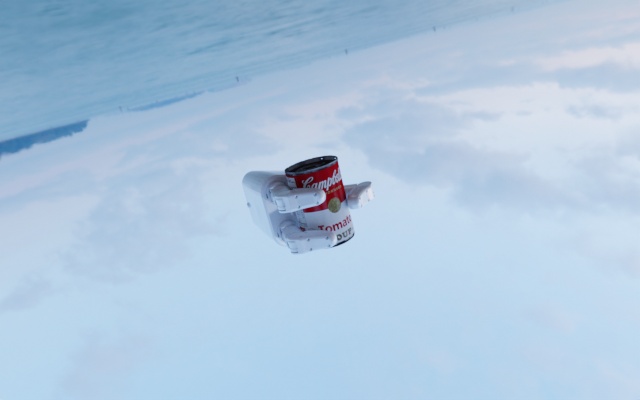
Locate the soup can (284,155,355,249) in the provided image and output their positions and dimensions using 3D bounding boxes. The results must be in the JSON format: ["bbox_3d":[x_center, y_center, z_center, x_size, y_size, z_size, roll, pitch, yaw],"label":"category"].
[{"bbox_3d":[0.000,0.002,0.599,0.068,0.102,0.068,-13,16,4],"label":"soup can"}]
